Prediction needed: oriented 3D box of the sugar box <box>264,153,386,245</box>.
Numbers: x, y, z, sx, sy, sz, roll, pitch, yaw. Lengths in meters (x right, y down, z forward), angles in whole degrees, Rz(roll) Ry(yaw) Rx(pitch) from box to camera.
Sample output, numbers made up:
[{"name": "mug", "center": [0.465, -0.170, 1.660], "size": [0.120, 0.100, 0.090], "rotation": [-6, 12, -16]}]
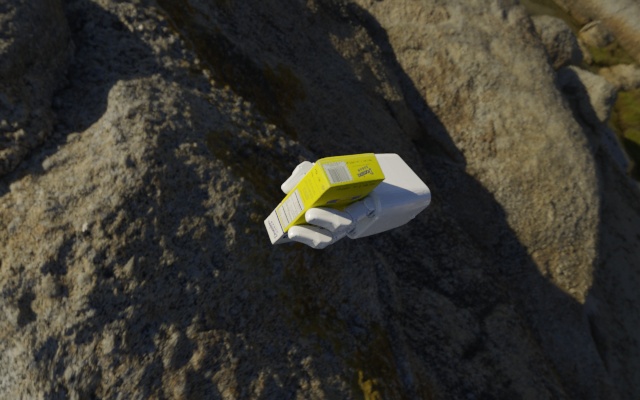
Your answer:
[{"name": "sugar box", "center": [0.000, 0.003, 0.652], "size": [0.093, 0.048, 0.176], "rotation": [-9, -25, -34]}]
